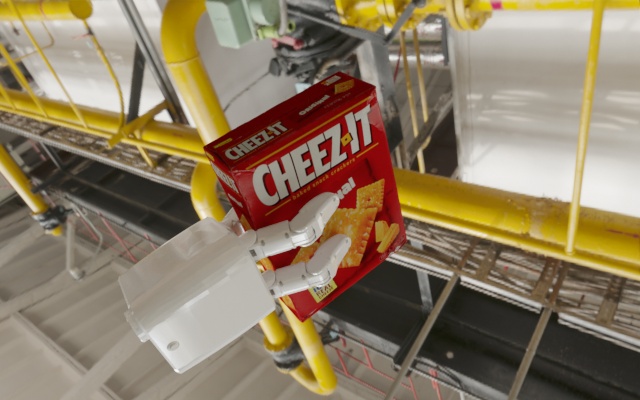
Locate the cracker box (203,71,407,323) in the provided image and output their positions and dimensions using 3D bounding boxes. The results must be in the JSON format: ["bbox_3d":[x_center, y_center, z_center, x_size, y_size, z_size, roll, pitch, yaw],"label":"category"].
[{"bbox_3d":[0.000,0.002,0.503,0.164,0.214,0.072,-34,40,-19],"label":"cracker box"}]
